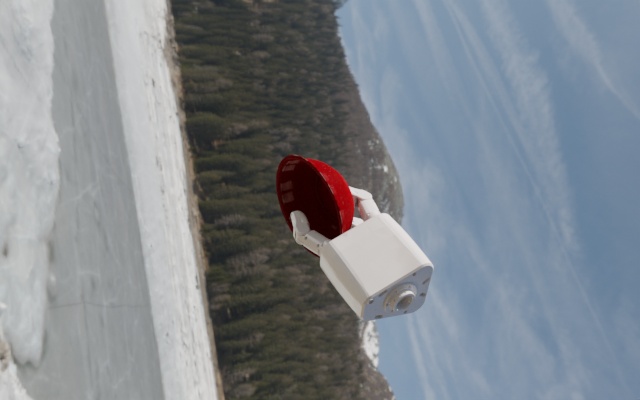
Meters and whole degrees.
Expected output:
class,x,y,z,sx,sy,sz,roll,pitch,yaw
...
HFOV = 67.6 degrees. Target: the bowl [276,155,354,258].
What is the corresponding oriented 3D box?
class,x,y,z,sx,sy,sz,roll,pitch,yaw
bowl,0.000,0.001,0.710,0.055,0.162,0.162,-24,13,-31
